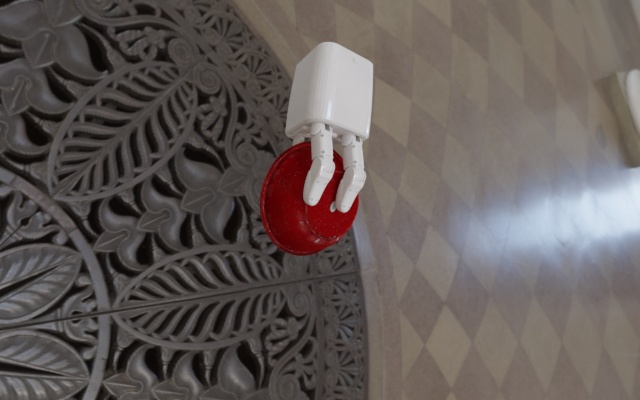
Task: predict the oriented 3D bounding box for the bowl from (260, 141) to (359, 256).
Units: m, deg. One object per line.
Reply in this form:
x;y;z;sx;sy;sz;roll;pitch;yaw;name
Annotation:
0.000;0.004;0.647;0.162;0.162;0.055;0;9;-39;bowl
